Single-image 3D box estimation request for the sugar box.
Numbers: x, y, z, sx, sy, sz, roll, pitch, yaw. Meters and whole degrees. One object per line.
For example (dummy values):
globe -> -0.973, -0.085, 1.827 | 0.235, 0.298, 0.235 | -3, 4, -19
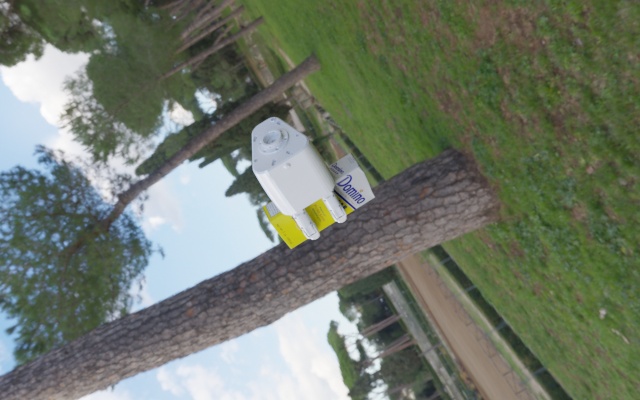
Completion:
sugar box -> 0.000, 0.003, 0.818 | 0.176, 0.048, 0.093 | -30, -42, 2
